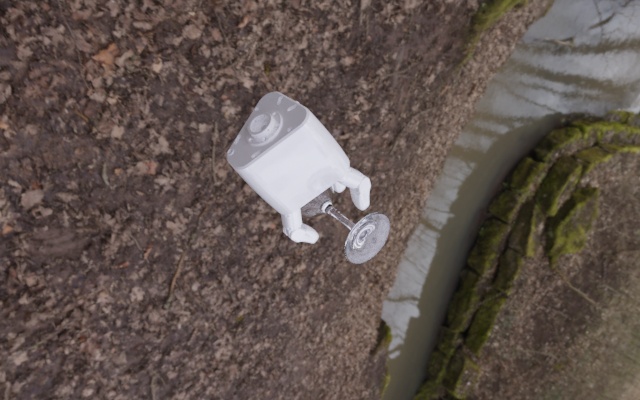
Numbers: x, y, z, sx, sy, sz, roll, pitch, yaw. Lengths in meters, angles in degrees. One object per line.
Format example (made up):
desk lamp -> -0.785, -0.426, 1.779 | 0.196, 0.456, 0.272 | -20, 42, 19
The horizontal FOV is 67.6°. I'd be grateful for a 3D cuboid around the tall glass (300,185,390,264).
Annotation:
tall glass -> 0.001, 0.003, 0.659 | 0.079, 0.079, 0.201 | 0, 27, -42
